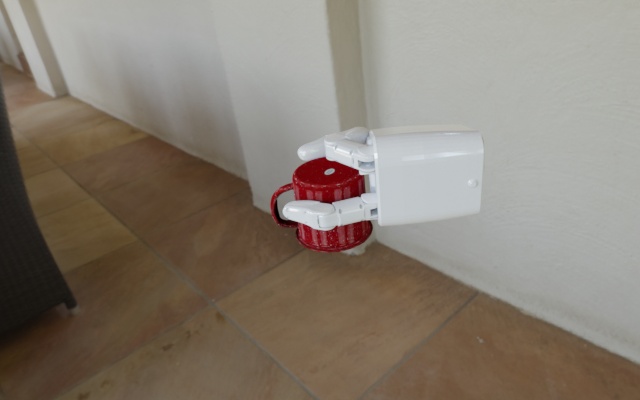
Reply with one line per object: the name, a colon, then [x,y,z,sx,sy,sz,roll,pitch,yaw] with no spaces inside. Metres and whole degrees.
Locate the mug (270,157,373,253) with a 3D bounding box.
mug: [-0.001,0.002,0.553,0.117,0.081,0.093,-5,29,3]
